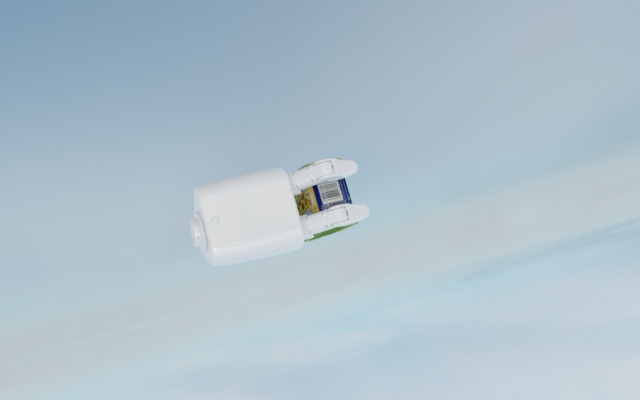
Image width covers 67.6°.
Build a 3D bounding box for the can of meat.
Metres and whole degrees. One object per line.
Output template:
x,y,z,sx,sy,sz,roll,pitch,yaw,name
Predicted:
0.000,0.002,0.611,0.057,0.084,0.102,-12,-9,-23,can of meat
